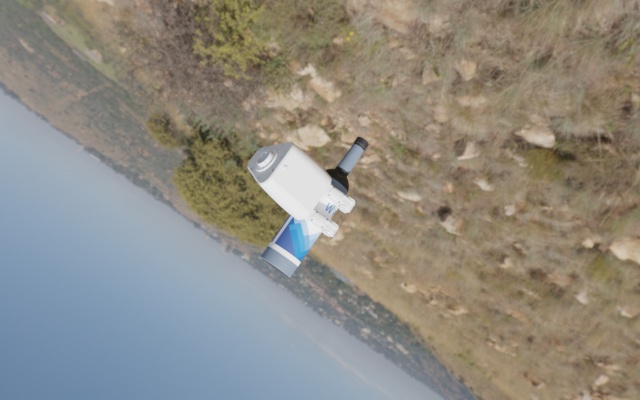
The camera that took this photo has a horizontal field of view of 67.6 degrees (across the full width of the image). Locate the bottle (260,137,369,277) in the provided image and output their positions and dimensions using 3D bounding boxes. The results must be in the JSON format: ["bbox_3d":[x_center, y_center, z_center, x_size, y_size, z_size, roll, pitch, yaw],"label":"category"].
[{"bbox_3d":[0.000,0.003,0.894,0.069,0.295,0.069,33,-12,8],"label":"bottle"}]
